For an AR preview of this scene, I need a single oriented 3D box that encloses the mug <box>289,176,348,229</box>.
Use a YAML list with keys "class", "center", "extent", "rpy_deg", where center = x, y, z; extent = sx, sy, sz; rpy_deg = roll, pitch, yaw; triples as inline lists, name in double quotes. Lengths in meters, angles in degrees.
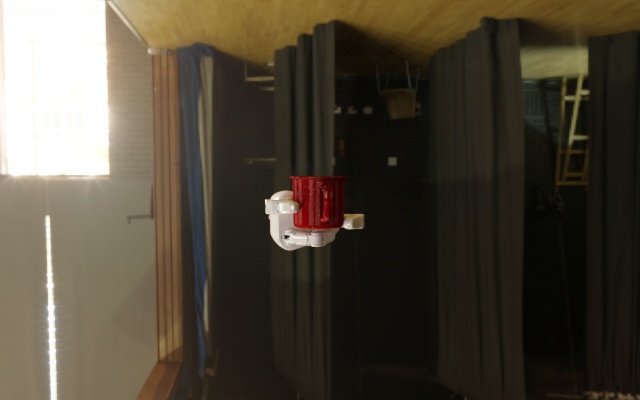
- class: "mug"
  center: [0.001, 0.003, 0.748]
  extent: [0.093, 0.081, 0.117]
  rpy_deg: [-1, 3, -15]
